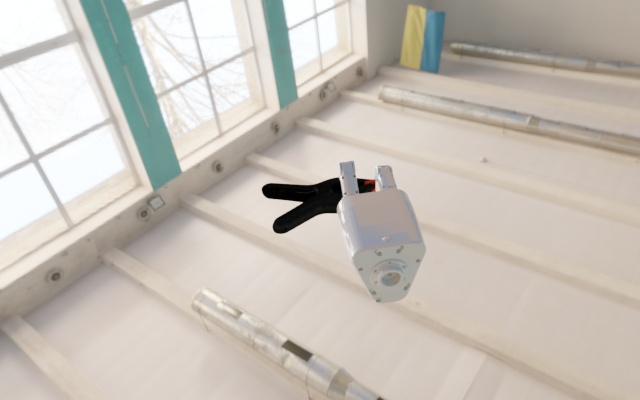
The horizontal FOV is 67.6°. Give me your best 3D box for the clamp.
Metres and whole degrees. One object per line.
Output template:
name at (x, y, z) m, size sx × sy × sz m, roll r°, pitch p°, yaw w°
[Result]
clamp at (0.000, 0.003, 0.688) m, size 0.171 × 0.039 × 0.120 m, roll -8°, pitch 37°, yaw -1°
